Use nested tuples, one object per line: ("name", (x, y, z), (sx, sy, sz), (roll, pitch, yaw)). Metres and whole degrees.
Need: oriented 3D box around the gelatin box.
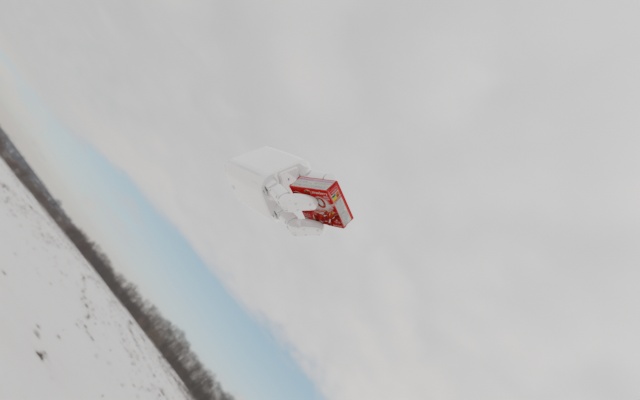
("gelatin box", (0.001, 0.002, 0.743), (0.089, 0.073, 0.030), (9, 44, 45))
